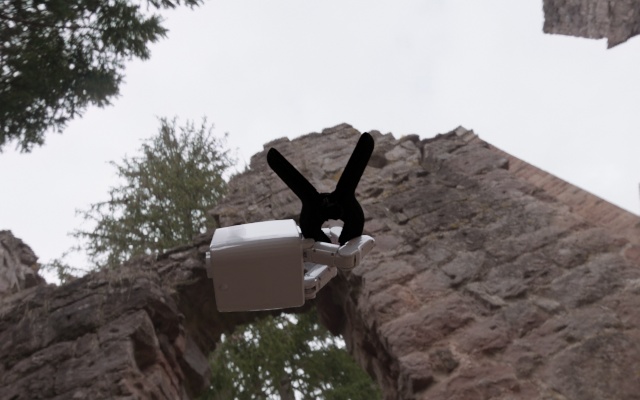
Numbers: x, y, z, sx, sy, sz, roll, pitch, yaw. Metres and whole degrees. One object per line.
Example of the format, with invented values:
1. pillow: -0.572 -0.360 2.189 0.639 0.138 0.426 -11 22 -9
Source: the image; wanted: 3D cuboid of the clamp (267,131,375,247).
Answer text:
1. clamp: 0.000 0.002 0.565 0.120 0.171 0.039 1 26 2
